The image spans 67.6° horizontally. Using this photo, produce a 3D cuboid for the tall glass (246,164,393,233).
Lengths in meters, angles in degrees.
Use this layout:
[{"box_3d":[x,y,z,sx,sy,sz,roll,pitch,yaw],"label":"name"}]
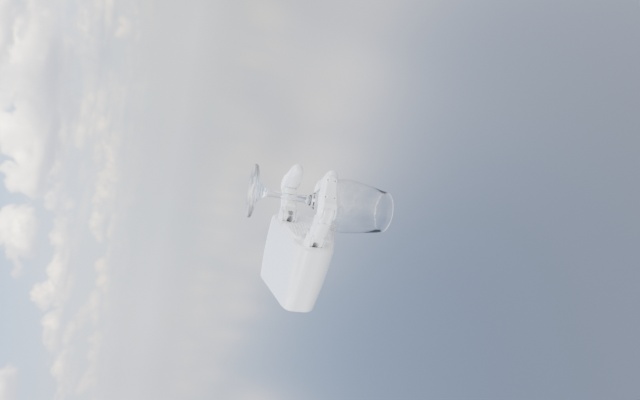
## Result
[{"box_3d":[0.000,0.002,0.677,0.201,0.079,0.079,9,-3,-17],"label":"tall glass"}]
